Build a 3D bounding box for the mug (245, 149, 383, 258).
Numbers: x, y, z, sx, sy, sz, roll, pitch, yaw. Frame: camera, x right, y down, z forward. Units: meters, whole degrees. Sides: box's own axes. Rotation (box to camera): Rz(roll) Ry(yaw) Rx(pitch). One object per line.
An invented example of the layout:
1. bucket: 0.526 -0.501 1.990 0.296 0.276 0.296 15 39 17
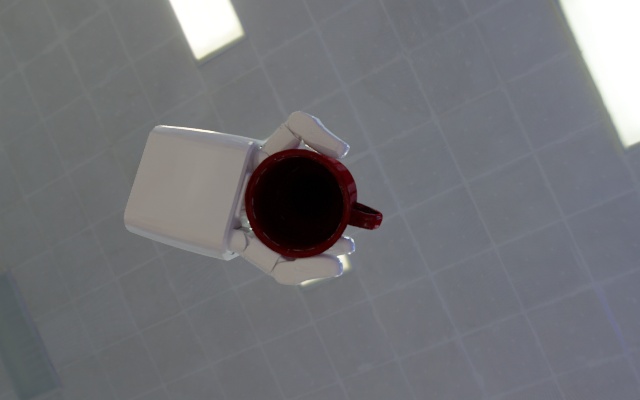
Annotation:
1. mug: 0.002 0.002 0.437 0.117 0.093 0.081 14 9 11
